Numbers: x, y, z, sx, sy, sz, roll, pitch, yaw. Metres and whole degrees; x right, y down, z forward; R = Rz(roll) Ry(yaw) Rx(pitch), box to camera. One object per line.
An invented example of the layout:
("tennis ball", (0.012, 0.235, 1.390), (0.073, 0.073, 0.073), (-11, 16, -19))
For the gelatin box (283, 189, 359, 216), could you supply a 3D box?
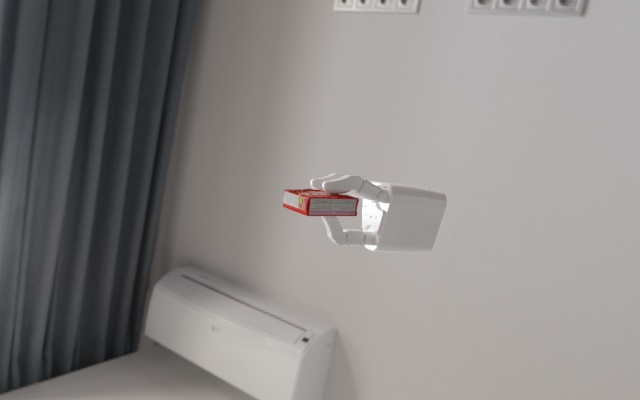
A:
("gelatin box", (0.000, 0.003, 0.706), (0.089, 0.030, 0.073), (0, 10, -33))
